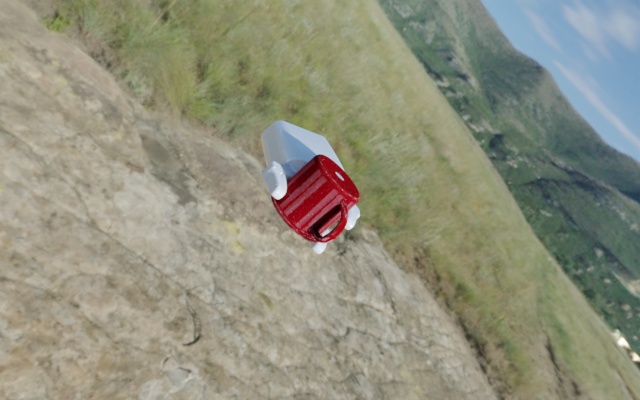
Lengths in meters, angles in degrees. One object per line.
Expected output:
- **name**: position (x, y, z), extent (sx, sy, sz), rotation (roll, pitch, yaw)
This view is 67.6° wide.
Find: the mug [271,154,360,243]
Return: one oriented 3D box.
- **mug**: position (0.001, 0.003, 0.613), extent (0.081, 0.117, 0.093), rotation (-42, -47, 18)
